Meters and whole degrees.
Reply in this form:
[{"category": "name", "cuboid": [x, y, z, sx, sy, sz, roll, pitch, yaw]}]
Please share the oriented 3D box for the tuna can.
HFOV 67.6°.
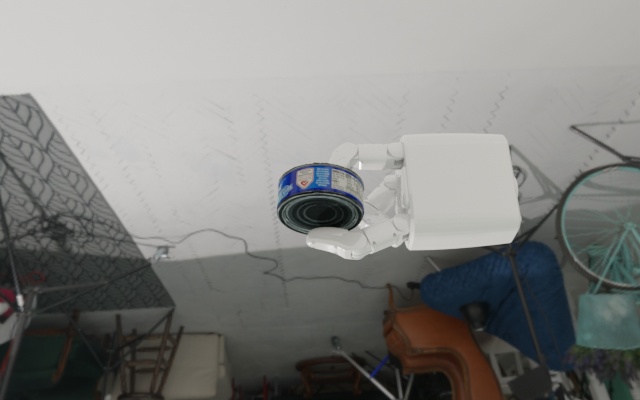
[{"category": "tuna can", "cuboid": [0.000, 0.002, 0.465, 0.086, 0.033, 0.086, 1, -32, 1]}]
